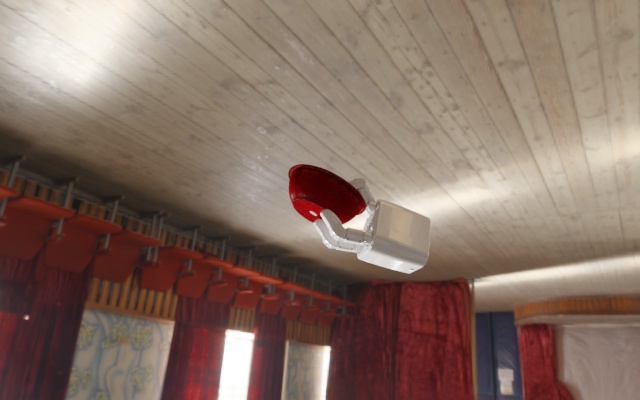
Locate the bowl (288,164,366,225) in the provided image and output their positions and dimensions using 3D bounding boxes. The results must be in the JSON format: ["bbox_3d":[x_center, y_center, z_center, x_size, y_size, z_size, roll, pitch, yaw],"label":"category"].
[{"bbox_3d":[-0.001,0.003,0.888,0.162,0.055,0.162,24,-23,11],"label":"bowl"}]
